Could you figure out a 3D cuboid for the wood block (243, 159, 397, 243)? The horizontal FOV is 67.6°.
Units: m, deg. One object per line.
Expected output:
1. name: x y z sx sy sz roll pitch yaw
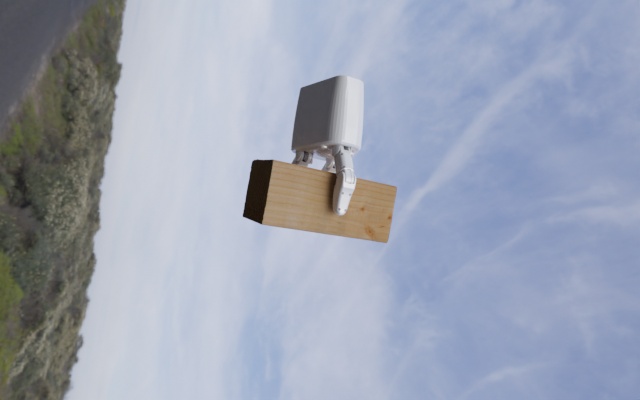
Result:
1. wood block: 0.000 0.002 0.718 0.206 0.090 0.091 10 0 -26
